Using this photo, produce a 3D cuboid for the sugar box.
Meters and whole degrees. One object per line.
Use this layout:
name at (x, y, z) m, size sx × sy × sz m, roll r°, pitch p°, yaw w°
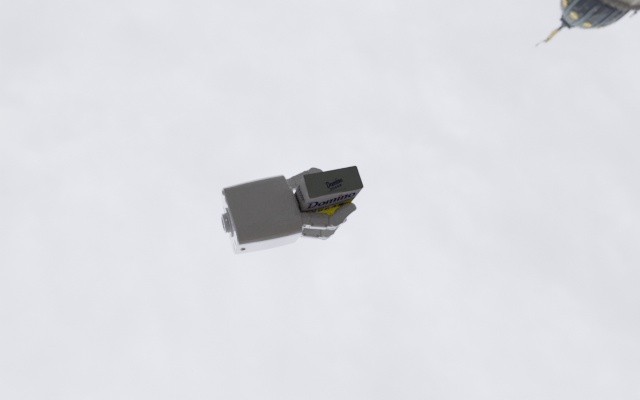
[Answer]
sugar box at (0.000, 0.003, 0.804) m, size 0.093 × 0.048 × 0.176 m, roll -12°, pitch -16°, yaw -18°
